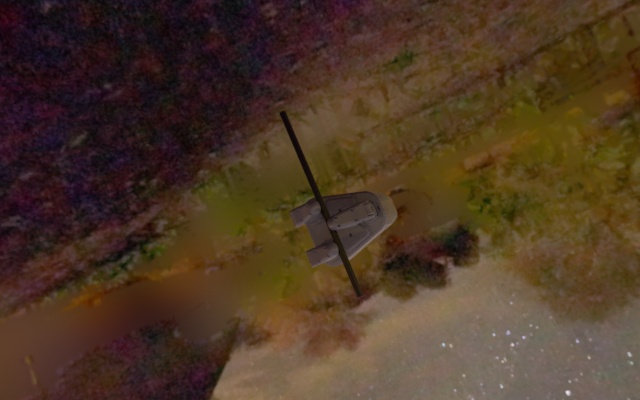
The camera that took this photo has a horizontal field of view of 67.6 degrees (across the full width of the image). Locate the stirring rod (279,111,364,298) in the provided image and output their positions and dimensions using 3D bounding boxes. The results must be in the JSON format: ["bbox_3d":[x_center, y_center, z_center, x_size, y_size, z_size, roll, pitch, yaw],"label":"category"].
[{"bbox_3d":[0.000,0.002,0.571,0.011,0.239,0.011,-23,-7,-3],"label":"stirring rod"}]
